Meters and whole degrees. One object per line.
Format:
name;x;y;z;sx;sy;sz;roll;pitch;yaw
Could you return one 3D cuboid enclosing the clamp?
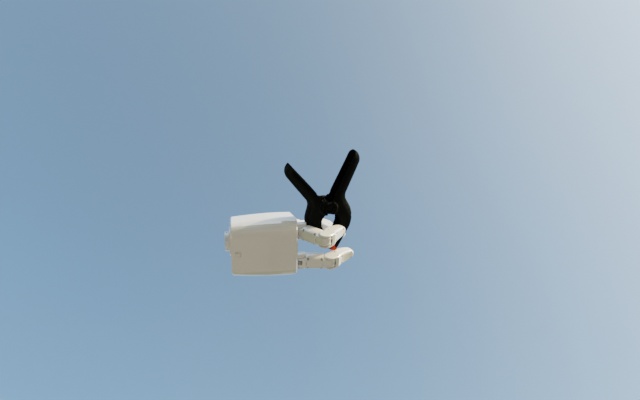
clamp;0.000;0.002;0.767;0.120;0.171;0.039;-2;23;-11
